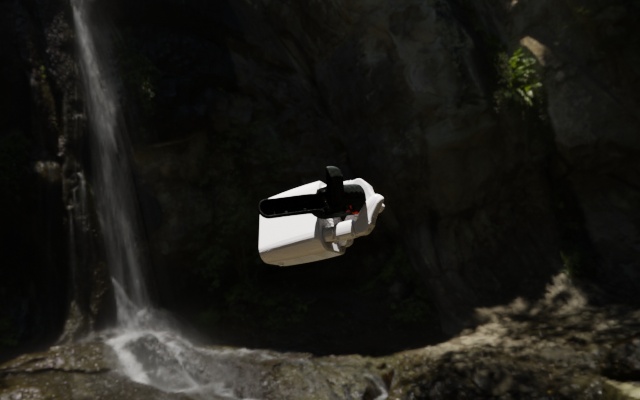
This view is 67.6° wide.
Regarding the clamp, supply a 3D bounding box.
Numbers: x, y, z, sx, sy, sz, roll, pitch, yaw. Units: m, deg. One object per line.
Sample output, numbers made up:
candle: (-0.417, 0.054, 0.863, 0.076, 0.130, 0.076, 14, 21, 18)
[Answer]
clamp: (0.000, 0.001, 0.632, 0.120, 0.039, 0.171, -17, -18, 21)
